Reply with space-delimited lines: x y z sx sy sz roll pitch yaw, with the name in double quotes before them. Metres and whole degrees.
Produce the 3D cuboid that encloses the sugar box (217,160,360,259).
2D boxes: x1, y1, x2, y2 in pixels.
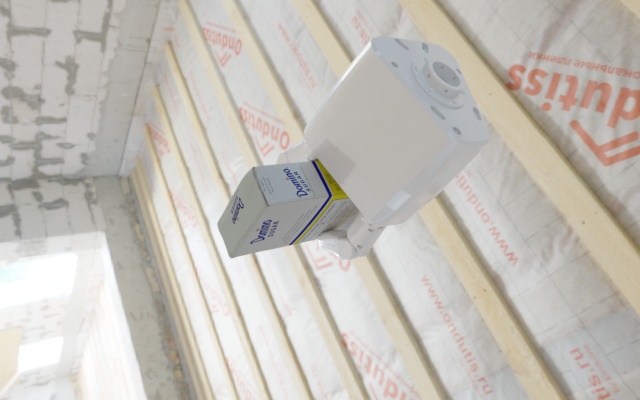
"sugar box" 0.000 0.001 0.454 0.176 0.048 0.093 -6 -30 -36
